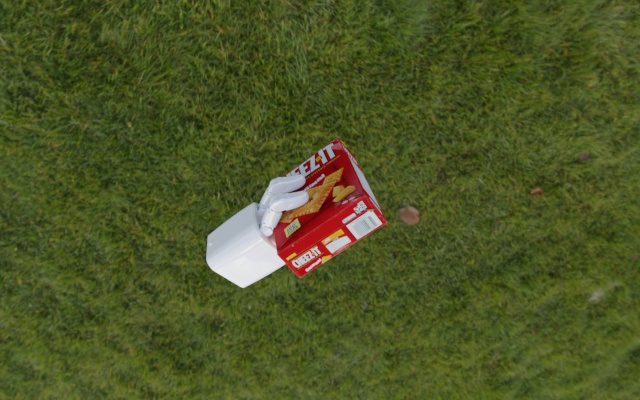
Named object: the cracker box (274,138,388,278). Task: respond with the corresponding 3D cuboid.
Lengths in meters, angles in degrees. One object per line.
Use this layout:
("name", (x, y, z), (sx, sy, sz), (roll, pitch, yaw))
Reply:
("cracker box", (0.000, 0.003, 0.796), (0.164, 0.072, 0.213), (-34, 31, 10))
